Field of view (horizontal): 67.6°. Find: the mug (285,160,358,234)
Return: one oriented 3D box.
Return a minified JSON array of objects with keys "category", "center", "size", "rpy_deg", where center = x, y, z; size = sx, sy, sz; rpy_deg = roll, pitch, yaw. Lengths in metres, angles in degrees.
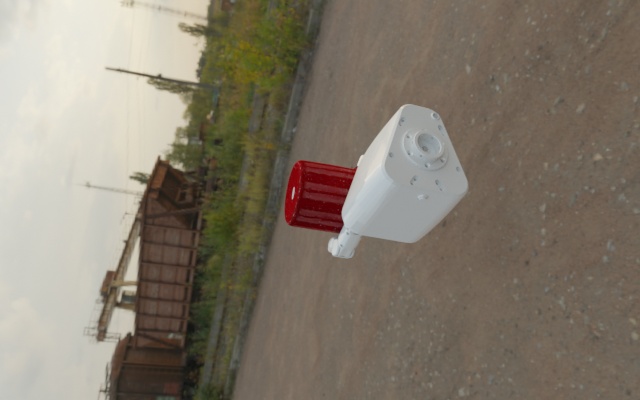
[{"category":"mug","center":[-0.001,0.003,0.599],"size":[0.081,0.093,0.117],"rpy_deg":[9,-31,-15]}]
